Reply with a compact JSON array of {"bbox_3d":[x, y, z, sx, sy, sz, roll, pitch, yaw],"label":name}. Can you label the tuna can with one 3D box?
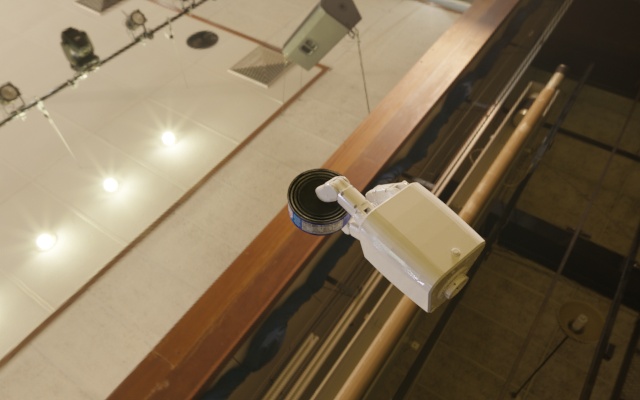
[{"bbox_3d":[0.000,0.002,0.616,0.086,0.086,0.034,0,-35,-2],"label":"tuna can"}]
